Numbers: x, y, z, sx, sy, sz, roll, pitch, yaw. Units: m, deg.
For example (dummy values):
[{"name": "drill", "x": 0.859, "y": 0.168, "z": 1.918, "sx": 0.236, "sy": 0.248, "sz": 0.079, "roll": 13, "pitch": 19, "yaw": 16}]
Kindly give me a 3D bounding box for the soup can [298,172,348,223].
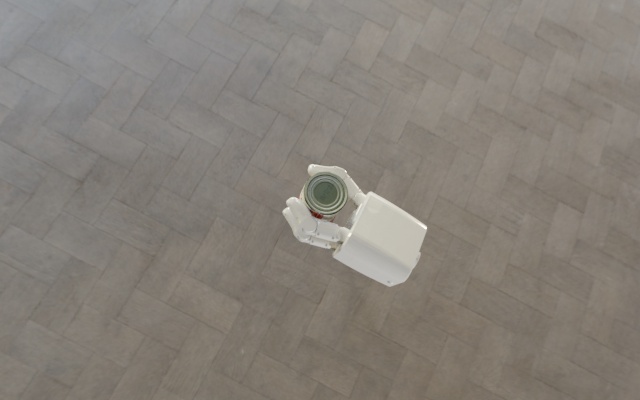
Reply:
[{"name": "soup can", "x": 0.000, "y": 0.002, "z": 0.739, "sx": 0.068, "sy": 0.068, "sz": 0.102, "roll": 0, "pitch": -16, "yaw": -10}]
